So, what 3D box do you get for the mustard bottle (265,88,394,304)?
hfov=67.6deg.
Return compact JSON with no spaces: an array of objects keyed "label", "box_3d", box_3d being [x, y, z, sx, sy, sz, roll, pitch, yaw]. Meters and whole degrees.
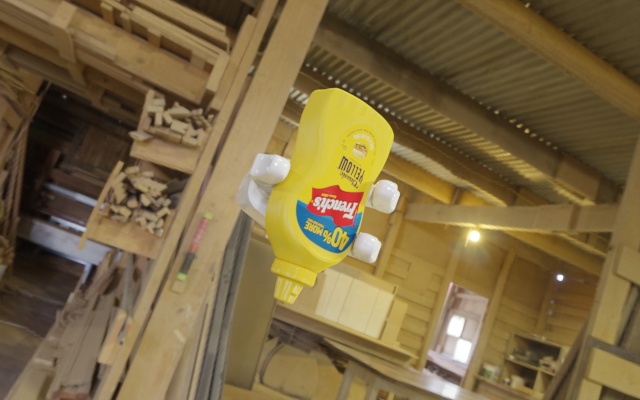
[{"label":"mustard bottle","box_3d":[0.000,0.001,0.441,0.058,0.191,0.096,10,-16,48]}]
